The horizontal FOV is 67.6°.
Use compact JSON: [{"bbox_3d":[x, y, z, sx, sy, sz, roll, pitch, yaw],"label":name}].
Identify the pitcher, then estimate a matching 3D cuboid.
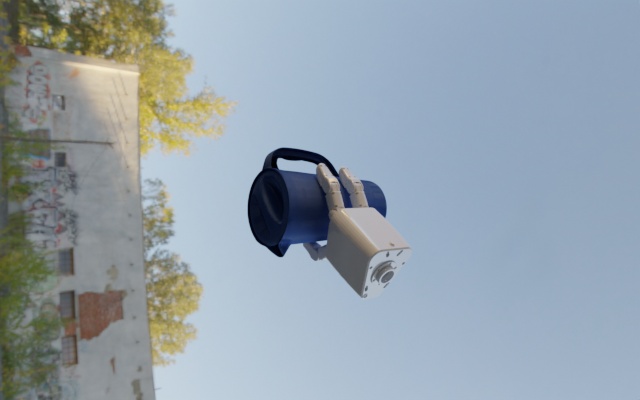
[{"bbox_3d":[0.000,0.003,0.863,0.243,0.149,0.145,1,32,-38],"label":"pitcher"}]
